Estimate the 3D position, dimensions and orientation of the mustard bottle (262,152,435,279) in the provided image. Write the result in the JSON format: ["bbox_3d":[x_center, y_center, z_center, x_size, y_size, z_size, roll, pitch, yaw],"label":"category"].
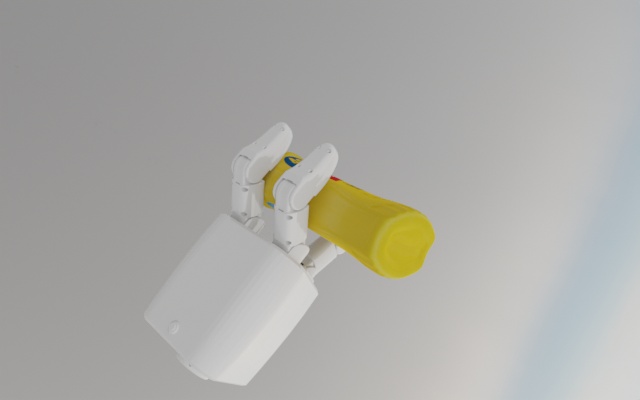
[{"bbox_3d":[0.000,0.001,0.423,0.191,0.058,0.096,27,6,36],"label":"mustard bottle"}]
